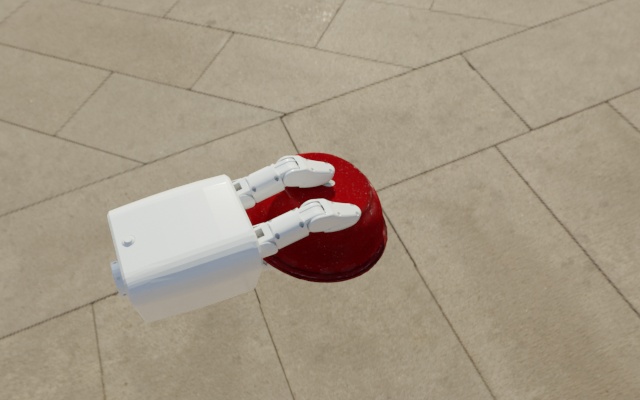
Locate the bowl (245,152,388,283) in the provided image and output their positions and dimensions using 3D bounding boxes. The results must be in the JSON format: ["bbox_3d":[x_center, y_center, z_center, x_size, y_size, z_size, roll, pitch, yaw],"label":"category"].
[{"bbox_3d":[0.001,0.001,0.487,0.162,0.162,0.055,0,-42,-19],"label":"bowl"}]
